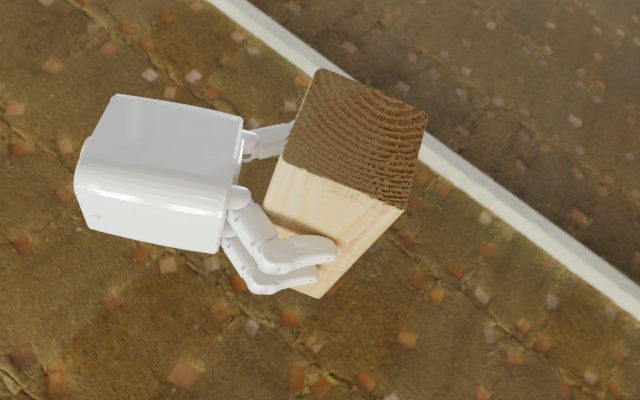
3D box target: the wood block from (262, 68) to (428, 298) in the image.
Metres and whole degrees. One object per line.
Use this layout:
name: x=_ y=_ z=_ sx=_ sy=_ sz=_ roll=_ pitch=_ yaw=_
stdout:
wood block: x=0.000 y=0.001 z=0.410 sx=0.090 sy=0.090 sz=0.206 roll=22 pitch=-31 yaw=-5
